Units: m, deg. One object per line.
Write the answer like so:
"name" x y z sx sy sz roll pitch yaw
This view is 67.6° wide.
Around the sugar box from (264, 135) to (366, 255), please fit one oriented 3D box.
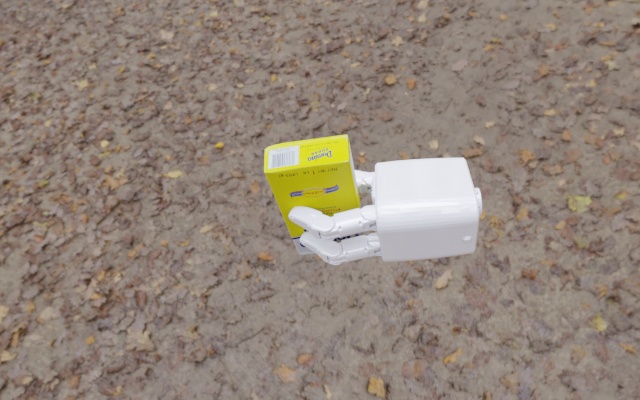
"sugar box" 0.000 0.002 0.568 0.093 0.048 0.176 -7 -39 8
